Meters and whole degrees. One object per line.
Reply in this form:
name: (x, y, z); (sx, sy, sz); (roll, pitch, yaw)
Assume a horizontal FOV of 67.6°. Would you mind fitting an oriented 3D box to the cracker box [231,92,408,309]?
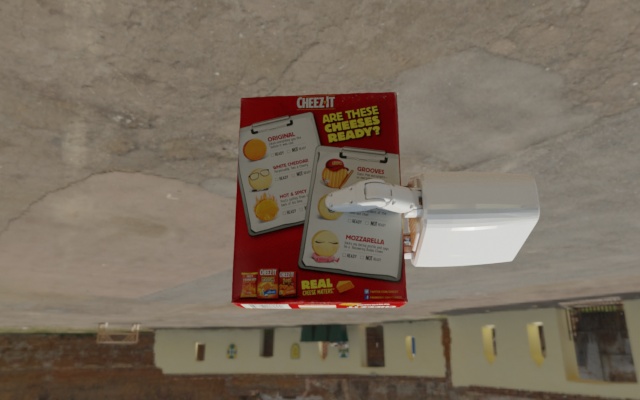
cracker box: (0.000, 0.002, 0.492); (0.164, 0.213, 0.072); (-1, -17, 3)
